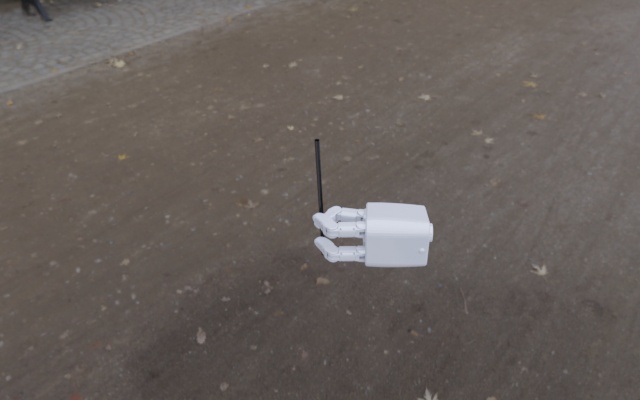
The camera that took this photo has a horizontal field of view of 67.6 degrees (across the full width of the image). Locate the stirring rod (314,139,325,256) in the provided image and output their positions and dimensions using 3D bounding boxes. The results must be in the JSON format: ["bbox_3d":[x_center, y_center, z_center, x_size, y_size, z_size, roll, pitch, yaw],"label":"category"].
[{"bbox_3d":[0.000,0.003,0.820,0.011,0.240,0.011,-2,36,2],"label":"stirring rod"}]
